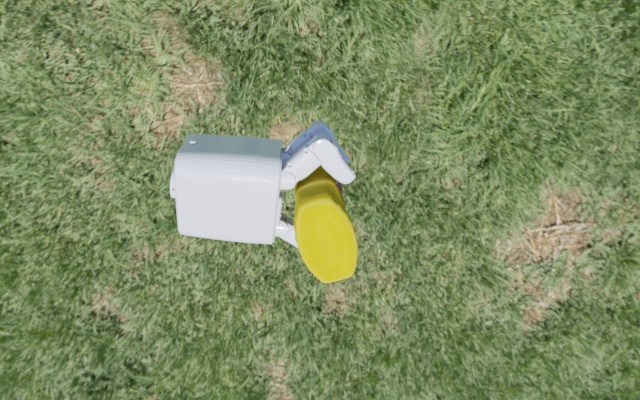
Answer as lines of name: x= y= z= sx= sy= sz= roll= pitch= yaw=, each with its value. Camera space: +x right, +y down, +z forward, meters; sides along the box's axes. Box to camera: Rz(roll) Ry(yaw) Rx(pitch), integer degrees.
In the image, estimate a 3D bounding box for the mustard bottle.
mustard bottle: x=0.000 y=0.002 z=0.538 sx=0.058 sy=0.096 sz=0.191 roll=-17 pitch=25 yaw=4
